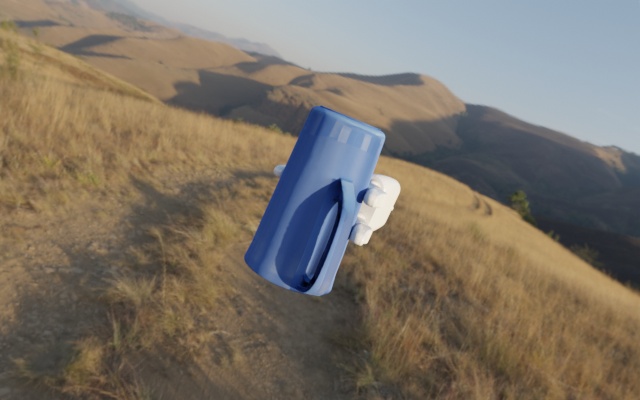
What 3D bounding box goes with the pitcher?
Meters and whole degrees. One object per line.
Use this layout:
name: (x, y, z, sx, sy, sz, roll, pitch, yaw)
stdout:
pitcher: (0.000, 0.002, 0.656, 0.149, 0.243, 0.145, 26, 11, 20)
